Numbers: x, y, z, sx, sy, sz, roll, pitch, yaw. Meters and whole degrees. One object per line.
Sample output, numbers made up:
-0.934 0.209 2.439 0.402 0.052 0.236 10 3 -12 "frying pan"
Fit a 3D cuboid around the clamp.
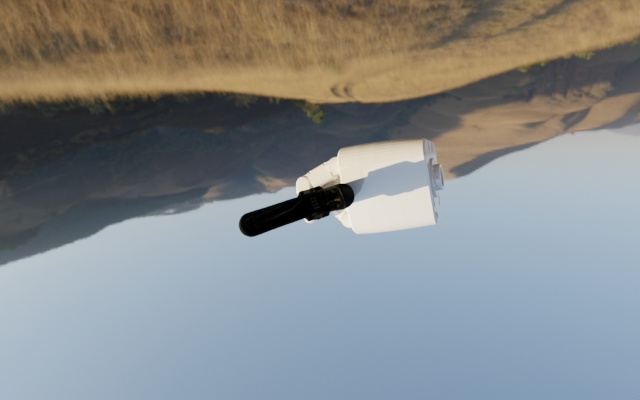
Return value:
0.000 0.002 0.525 0.120 0.039 0.171 -11 5 24 "clamp"
